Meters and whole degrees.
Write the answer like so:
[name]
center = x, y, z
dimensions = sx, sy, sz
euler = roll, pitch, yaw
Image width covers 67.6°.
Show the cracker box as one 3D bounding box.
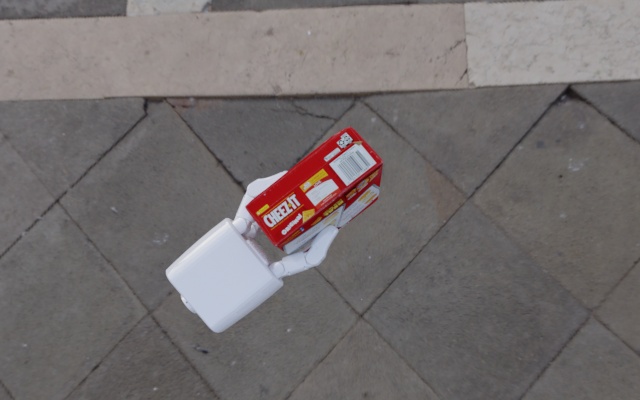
[cracker box]
center = 0.000, 0.002, 0.662
dimensions = 0.164, 0.072, 0.214
euler = -38, -12, -4
